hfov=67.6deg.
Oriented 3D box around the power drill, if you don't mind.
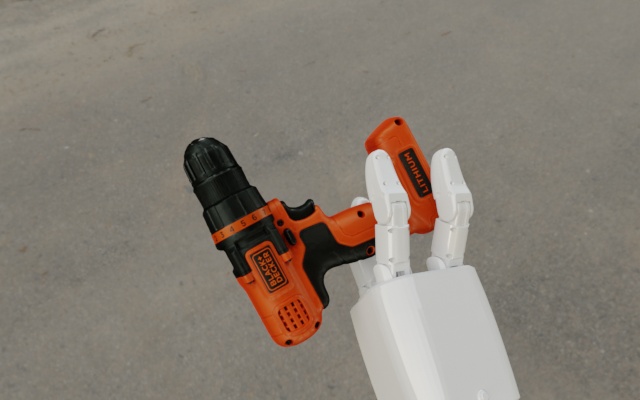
[{"bbox_3d":[0.001,0.001,0.405,0.187,0.184,0.057,-28,3,-13],"label":"power drill"}]
